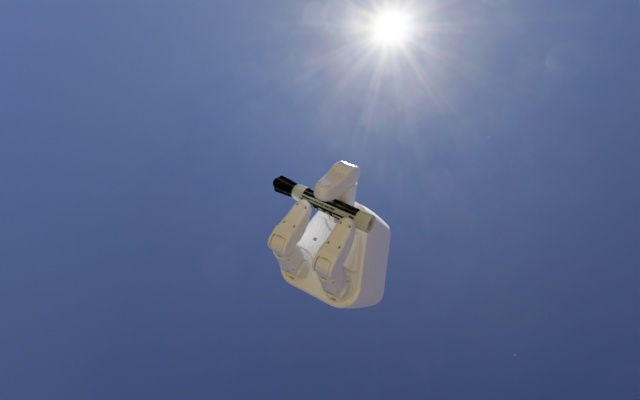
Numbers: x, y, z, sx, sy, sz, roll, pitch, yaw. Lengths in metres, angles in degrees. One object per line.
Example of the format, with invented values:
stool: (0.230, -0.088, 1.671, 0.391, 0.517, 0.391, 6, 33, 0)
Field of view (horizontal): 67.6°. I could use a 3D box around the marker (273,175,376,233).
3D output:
marker: (0.000, 0.002, 0.489, 0.121, 0.020, 0.020, 24, 11, 27)
